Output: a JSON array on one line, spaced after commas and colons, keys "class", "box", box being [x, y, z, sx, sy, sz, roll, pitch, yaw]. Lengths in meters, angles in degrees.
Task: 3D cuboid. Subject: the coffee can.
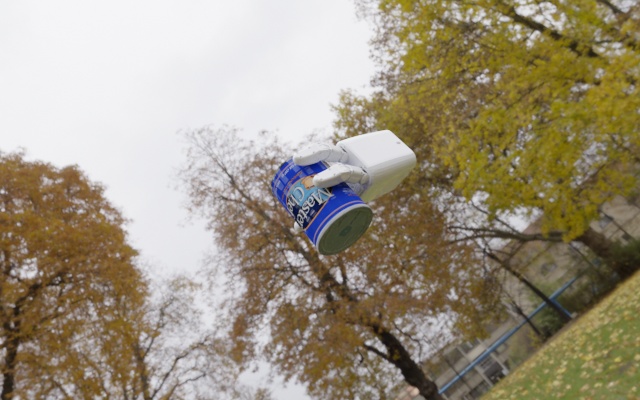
[{"class": "coffee can", "box": [0.000, 0.003, 0.756, 0.103, 0.103, 0.140, 0, 41, -48]}]
